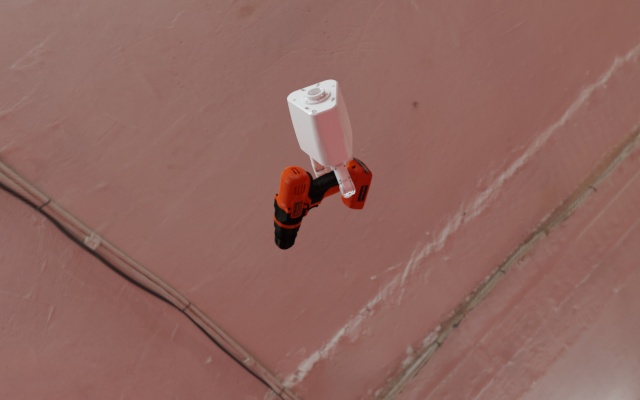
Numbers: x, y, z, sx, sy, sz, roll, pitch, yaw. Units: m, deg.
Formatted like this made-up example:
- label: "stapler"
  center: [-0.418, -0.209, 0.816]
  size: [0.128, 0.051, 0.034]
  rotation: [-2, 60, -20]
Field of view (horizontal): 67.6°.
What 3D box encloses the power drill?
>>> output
- label: "power drill"
  center: [0.001, 0.003, 0.891]
  size: [0.187, 0.185, 0.057]
  rotation: [-18, 50, -31]
